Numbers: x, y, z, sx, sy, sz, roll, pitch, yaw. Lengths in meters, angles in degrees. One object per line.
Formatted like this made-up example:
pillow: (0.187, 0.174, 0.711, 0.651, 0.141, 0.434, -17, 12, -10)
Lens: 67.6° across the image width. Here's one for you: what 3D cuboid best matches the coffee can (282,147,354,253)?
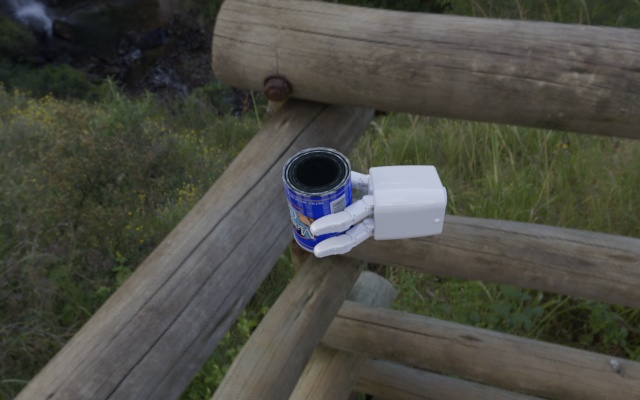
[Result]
coffee can: (0.000, 0.003, 0.752, 0.103, 0.102, 0.140, 0, -42, 7)
